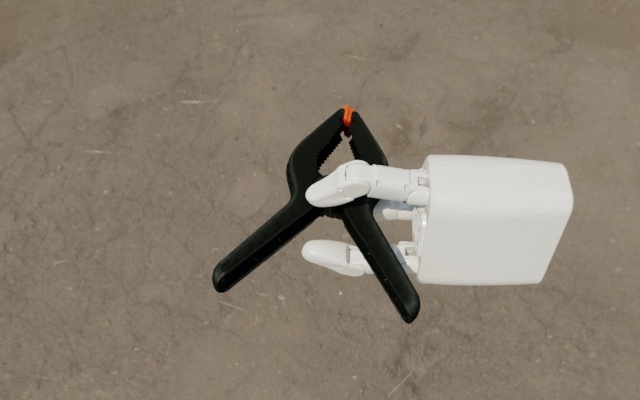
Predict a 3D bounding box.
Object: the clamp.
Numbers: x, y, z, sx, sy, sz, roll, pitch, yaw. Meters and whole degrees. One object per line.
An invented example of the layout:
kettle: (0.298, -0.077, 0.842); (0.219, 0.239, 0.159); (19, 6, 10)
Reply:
clamp: (0.000, 0.000, 0.420); (0.164, 0.209, 0.036); (3, -33, 2)
